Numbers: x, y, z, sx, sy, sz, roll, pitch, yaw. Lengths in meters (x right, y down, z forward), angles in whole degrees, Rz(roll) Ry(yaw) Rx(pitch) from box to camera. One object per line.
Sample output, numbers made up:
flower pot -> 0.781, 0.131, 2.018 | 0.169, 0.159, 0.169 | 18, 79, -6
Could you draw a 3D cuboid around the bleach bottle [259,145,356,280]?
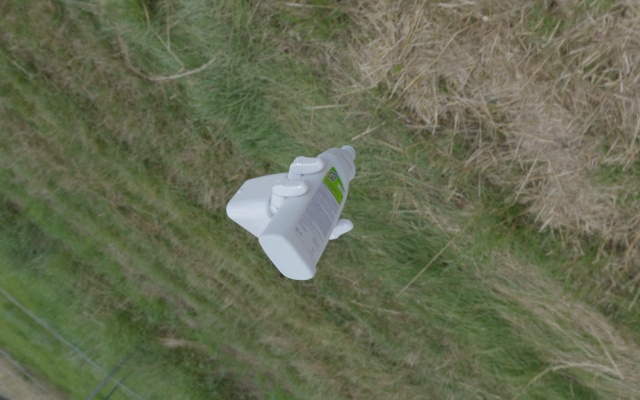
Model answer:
bleach bottle -> 0.000, 0.003, 0.784 | 0.068, 0.103, 0.250 | -5, 39, 39
